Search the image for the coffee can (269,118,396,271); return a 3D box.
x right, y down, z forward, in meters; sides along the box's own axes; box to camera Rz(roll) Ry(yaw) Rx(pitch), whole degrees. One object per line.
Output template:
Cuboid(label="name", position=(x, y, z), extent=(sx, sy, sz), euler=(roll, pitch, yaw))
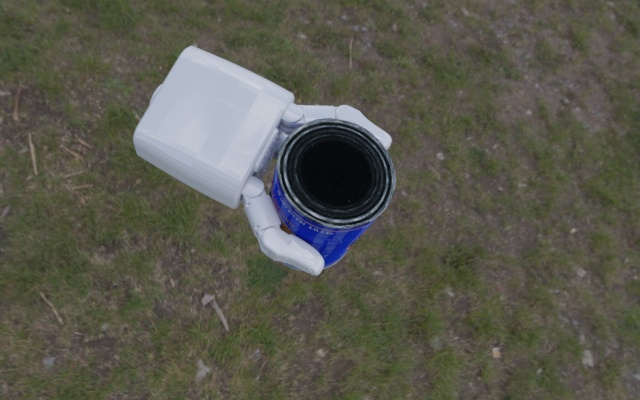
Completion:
Cuboid(label="coffee can", position=(0.000, 0.002, 0.461), extent=(0.103, 0.102, 0.140), euler=(0, -22, -13))
